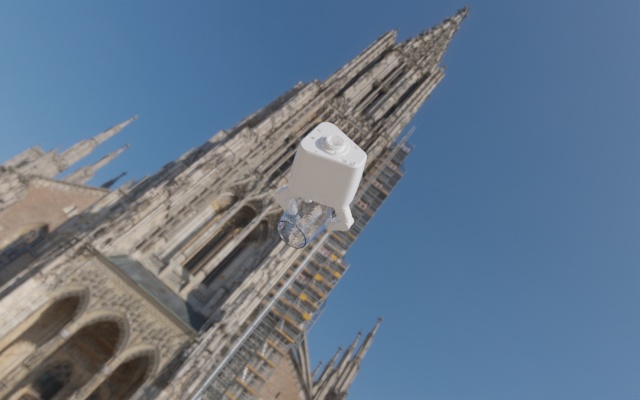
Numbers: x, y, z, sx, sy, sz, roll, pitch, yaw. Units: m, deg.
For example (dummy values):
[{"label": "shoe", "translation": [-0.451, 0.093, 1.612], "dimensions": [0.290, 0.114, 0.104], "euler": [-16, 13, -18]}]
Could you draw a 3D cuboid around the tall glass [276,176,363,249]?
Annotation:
[{"label": "tall glass", "translation": [0.001, 0.003, 0.889], "dimensions": [0.079, 0.079, 0.201], "euler": [0, 35, 39]}]
